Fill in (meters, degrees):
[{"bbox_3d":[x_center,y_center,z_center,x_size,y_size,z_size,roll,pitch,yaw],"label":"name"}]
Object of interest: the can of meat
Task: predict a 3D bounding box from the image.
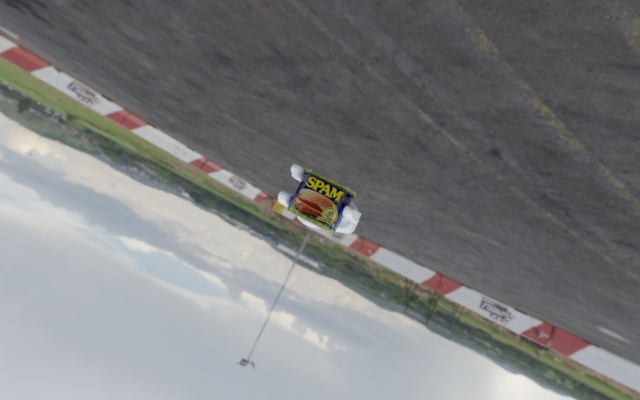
[{"bbox_3d":[0.000,0.003,0.866,0.102,0.084,0.057,27,-5,10],"label":"can of meat"}]
